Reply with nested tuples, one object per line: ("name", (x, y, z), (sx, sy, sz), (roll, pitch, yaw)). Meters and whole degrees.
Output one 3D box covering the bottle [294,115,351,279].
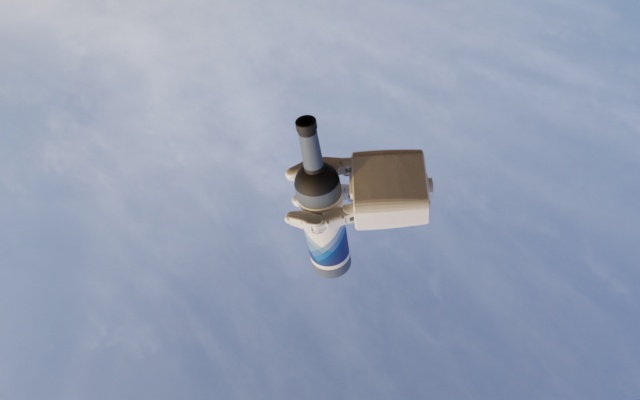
("bottle", (0.000, 0.003, 0.708), (0.069, 0.069, 0.296), (-5, -45, 5))
